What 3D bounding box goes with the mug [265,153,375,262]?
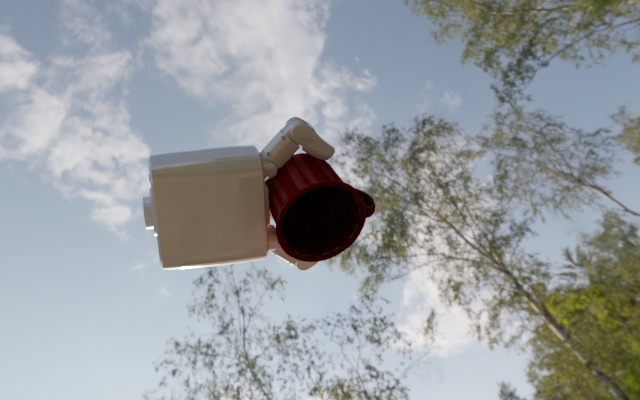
[{"bbox_3d":[0.001,0.001,0.498,0.117,0.093,0.081,-4,31,-20],"label":"mug"}]
